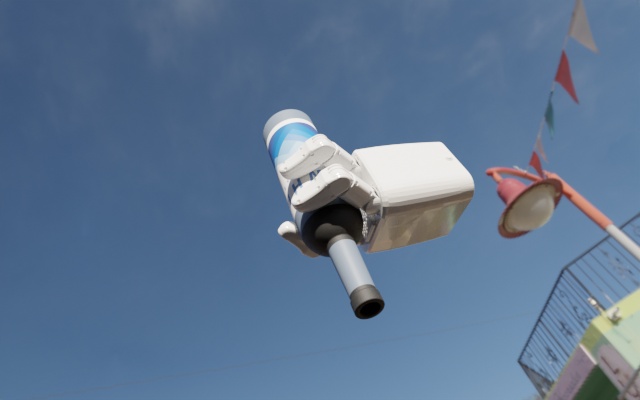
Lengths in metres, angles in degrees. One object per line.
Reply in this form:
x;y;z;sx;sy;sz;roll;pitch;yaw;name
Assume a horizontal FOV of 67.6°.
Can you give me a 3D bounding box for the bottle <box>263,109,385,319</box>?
0.000;0.002;0.511;0.069;0.069;0.295;0;38;-21;bottle
